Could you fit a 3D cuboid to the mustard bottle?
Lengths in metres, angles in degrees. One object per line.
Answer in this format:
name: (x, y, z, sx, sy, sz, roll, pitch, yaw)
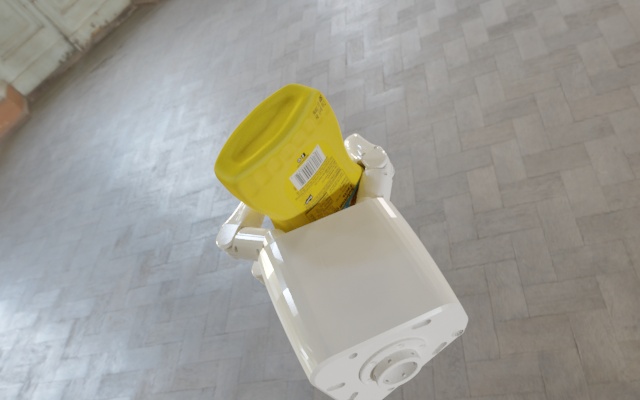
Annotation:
mustard bottle: (0.000, 0.001, 0.405, 0.058, 0.096, 0.192, 26, -18, 41)
